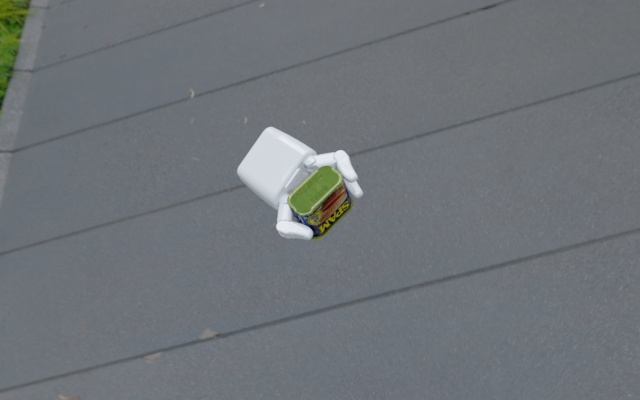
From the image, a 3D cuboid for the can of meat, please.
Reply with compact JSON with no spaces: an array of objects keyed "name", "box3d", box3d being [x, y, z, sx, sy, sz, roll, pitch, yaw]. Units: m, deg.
[{"name":"can of meat","box3d":[0.000,0.002,0.780,0.057,0.102,0.084,38,-15,31]}]
